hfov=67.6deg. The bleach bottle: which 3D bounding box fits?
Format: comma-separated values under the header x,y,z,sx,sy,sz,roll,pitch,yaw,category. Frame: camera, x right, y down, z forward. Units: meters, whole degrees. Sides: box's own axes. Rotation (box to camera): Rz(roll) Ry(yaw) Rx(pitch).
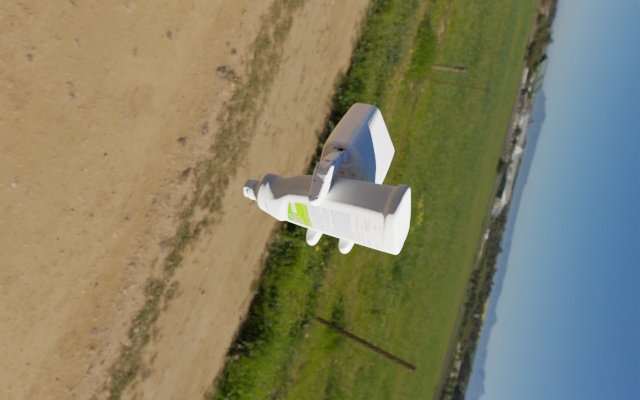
x,y,z,sx,sy,sz,roll,pitch,yaw,category
0.000,0.002,0.692,0.251,0.103,0.068,14,50,21,bleach bottle
